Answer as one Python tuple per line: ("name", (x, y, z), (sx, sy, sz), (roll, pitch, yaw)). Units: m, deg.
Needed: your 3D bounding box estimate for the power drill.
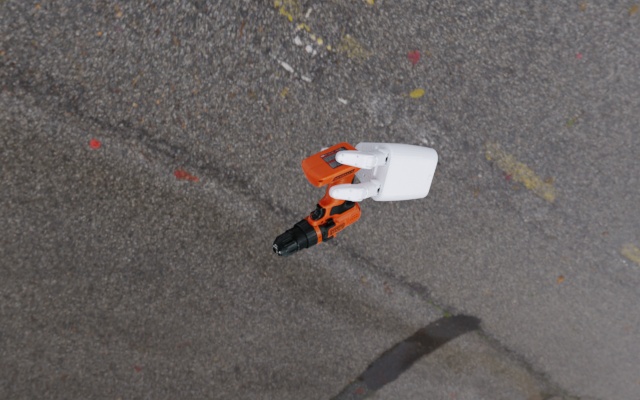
("power drill", (0.000, 0.002, 0.808), (0.184, 0.188, 0.057), (-28, 58, -29))
